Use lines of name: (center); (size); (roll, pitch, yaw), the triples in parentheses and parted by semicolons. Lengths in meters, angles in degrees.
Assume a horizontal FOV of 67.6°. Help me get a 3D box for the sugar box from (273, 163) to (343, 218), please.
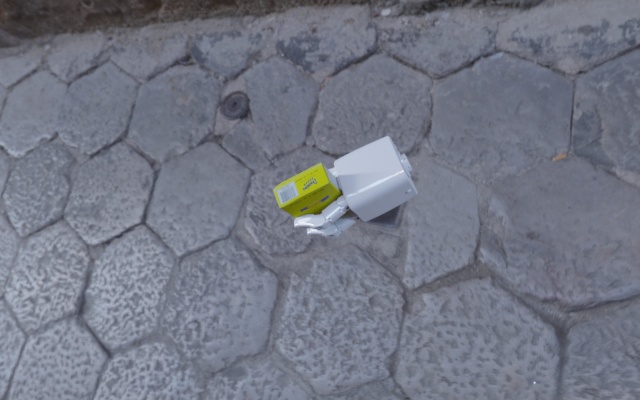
sugar box: (0.000, 0.003, 0.827); (0.093, 0.048, 0.176); (-26, -28, 13)
